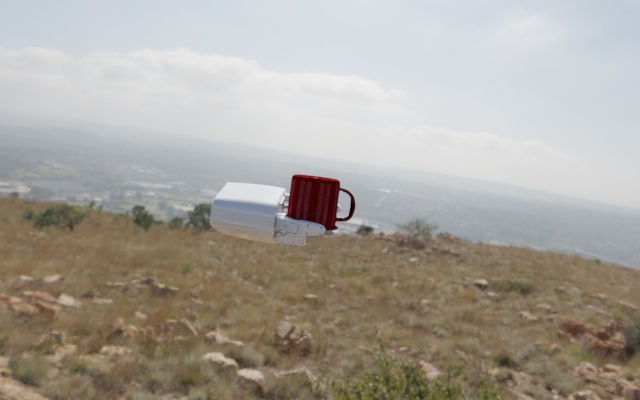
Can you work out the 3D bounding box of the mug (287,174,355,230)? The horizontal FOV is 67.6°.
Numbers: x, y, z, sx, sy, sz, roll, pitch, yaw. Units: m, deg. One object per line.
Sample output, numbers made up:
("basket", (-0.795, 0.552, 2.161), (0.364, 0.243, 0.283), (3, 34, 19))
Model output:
("mug", (0.002, 0.003, 0.793), (0.117, 0.081, 0.093), (7, 5, 1))
